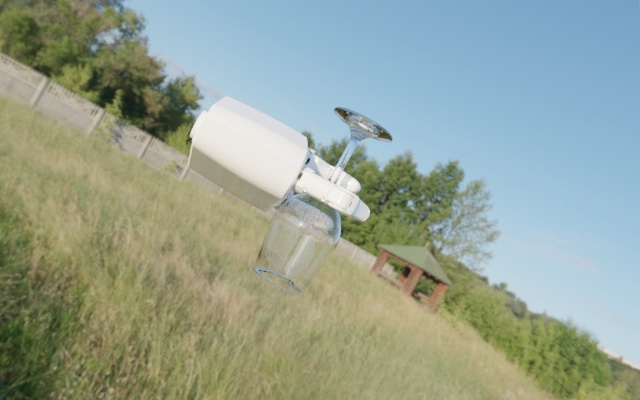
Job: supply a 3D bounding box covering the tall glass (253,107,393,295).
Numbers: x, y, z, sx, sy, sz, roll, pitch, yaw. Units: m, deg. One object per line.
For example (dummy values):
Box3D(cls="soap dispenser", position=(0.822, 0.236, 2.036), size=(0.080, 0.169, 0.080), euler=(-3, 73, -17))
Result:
Box3D(cls="tall glass", position=(0.001, 0.001, 0.531), size=(0.079, 0.201, 0.079), euler=(28, -2, 1))
